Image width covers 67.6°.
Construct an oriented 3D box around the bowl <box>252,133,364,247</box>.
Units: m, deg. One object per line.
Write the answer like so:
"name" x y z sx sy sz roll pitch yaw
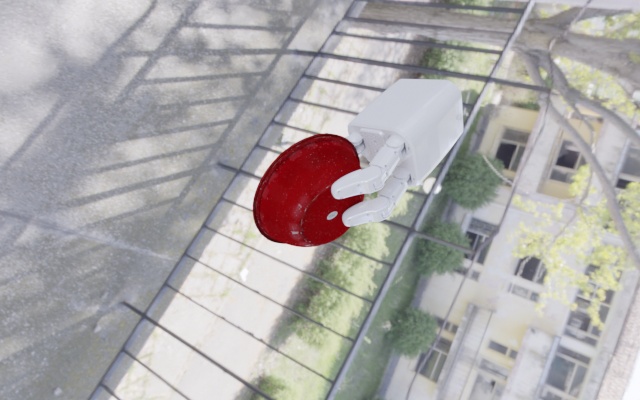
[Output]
"bowl" -0.001 0.003 0.585 0.162 0.162 0.055 0 32 -41
